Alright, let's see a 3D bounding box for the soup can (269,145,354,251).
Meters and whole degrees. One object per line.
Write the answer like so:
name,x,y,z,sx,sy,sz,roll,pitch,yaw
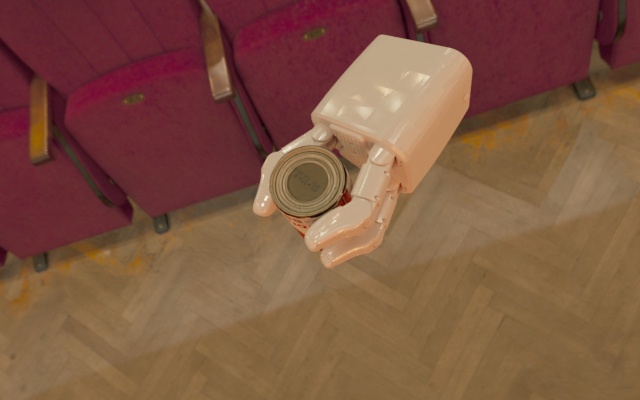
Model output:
soup can,0.000,0.002,0.438,0.068,0.068,0.102,0,-21,14
